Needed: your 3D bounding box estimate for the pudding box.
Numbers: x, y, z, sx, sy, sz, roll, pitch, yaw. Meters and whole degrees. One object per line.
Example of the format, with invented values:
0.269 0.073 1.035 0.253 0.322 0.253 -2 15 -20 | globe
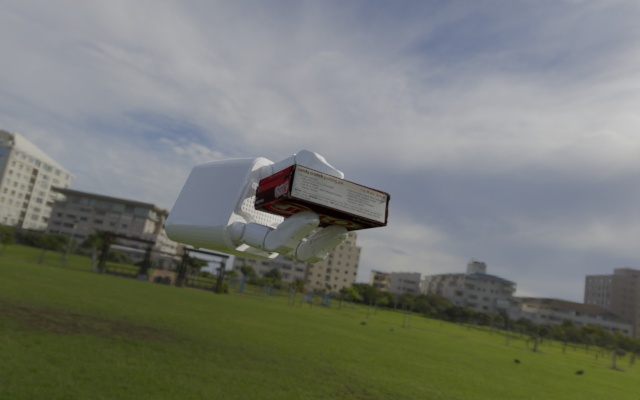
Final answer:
0.000 0.001 0.489 0.113 0.039 0.090 14 -13 -26 | pudding box
